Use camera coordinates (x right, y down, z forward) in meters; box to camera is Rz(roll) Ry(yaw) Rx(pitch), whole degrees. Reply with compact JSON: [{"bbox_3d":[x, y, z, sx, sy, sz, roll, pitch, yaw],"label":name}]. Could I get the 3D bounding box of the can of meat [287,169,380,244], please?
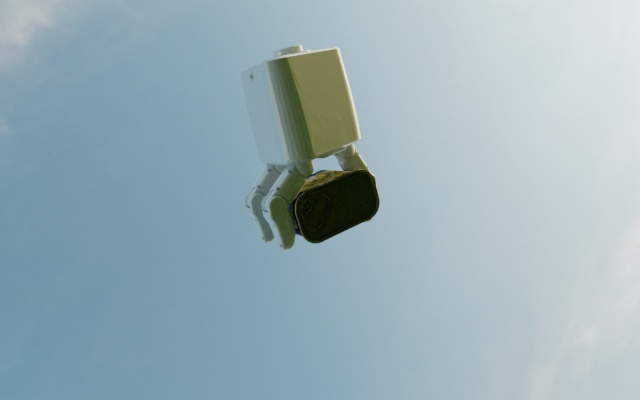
[{"bbox_3d":[0.000,0.002,0.540,0.102,0.057,0.084,-24,17,-26],"label":"can of meat"}]
